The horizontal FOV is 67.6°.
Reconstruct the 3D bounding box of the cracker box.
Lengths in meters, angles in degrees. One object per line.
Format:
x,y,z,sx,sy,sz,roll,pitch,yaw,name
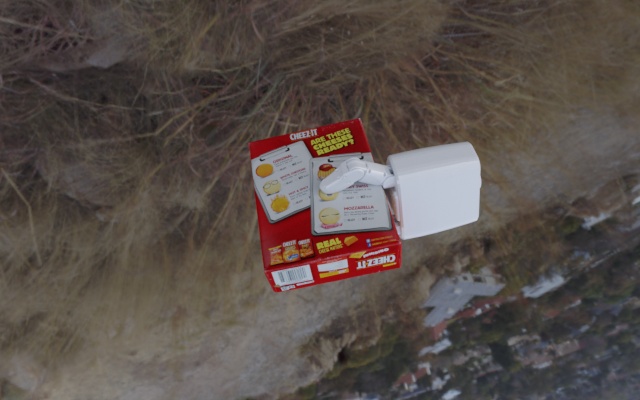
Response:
0.000,0.002,0.632,0.164,0.213,0.072,-12,-38,-1,cracker box
